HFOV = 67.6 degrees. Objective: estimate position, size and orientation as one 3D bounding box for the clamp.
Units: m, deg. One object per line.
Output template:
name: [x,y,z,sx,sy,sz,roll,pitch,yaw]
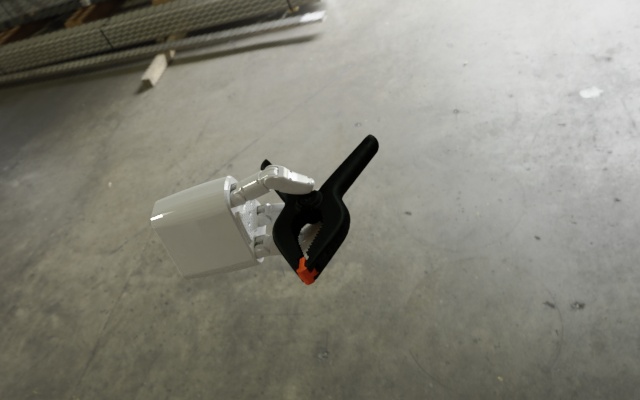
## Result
clamp: [0.000,0.002,0.572,0.164,0.209,0.036,-17,-46,13]
